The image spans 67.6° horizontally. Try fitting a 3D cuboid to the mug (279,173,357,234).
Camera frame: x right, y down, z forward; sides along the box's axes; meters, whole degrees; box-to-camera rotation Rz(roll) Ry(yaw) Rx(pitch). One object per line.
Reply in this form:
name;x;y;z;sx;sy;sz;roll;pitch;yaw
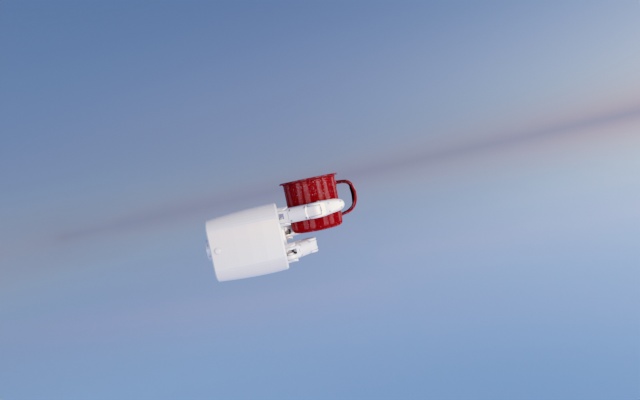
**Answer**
mug;0.002;0.002;0.756;0.117;0.081;0.093;-12;2;-5
